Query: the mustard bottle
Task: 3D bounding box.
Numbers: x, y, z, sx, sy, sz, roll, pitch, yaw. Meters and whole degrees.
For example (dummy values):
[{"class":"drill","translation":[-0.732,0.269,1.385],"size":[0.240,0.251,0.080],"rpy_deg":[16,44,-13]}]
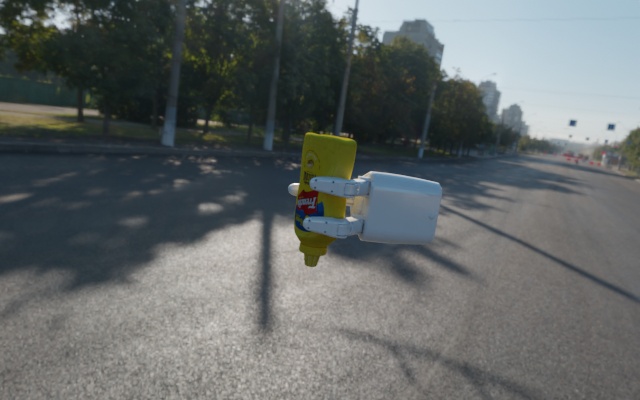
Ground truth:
[{"class":"mustard bottle","translation":[0.000,0.002,0.688],"size":[0.058,0.191,0.096],"rpy_deg":[2,11,-34]}]
